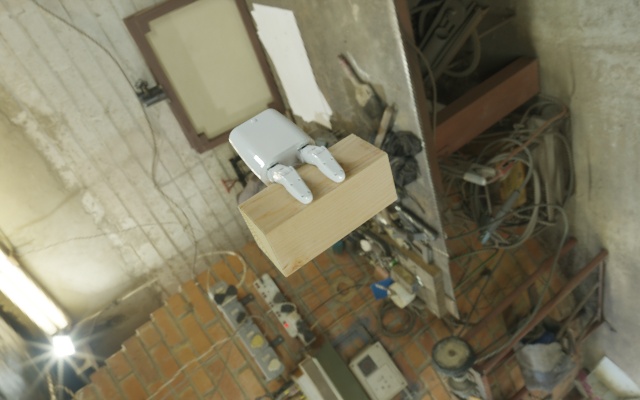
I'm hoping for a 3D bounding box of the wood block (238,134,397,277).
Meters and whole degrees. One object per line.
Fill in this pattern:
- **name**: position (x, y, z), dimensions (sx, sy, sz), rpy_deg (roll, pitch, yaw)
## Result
- **wood block**: position (0.000, 0.002, 0.695), dimensions (0.206, 0.091, 0.090), rpy_deg (-34, 41, -16)
